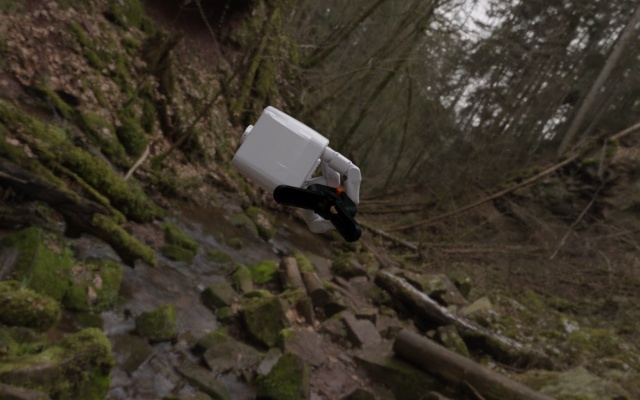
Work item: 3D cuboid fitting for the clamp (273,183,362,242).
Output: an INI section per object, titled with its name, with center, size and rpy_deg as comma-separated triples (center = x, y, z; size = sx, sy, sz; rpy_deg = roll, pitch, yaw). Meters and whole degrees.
[clamp]
center = 0.001, 0.002, 0.653
size = 0.120, 0.039, 0.171
rpy_deg = 33, 10, -3
